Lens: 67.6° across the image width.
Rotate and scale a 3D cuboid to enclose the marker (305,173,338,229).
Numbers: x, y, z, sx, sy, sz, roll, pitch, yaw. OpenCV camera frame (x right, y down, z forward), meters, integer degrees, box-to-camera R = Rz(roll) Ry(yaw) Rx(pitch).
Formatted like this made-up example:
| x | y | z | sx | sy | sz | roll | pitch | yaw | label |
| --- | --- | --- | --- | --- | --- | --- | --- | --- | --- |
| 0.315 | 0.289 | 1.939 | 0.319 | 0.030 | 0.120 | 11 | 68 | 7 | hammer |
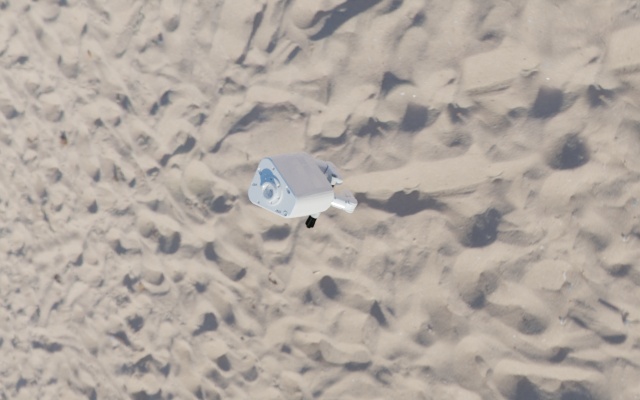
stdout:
| x | y | z | sx | sy | sz | roll | pitch | yaw | label |
| --- | --- | --- | --- | --- | --- | --- | --- | --- | --- |
| 0.000 | 0.003 | 0.898 | 0.020 | 0.121 | 0.020 | 21 | 26 | -11 | marker |
